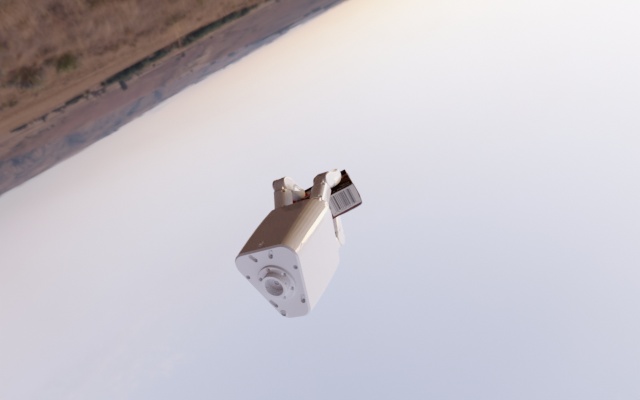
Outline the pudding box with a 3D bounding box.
[{"bbox_3d":[0.000,0.002,0.709,0.113,0.039,0.090,-26,18,3],"label":"pudding box"}]
